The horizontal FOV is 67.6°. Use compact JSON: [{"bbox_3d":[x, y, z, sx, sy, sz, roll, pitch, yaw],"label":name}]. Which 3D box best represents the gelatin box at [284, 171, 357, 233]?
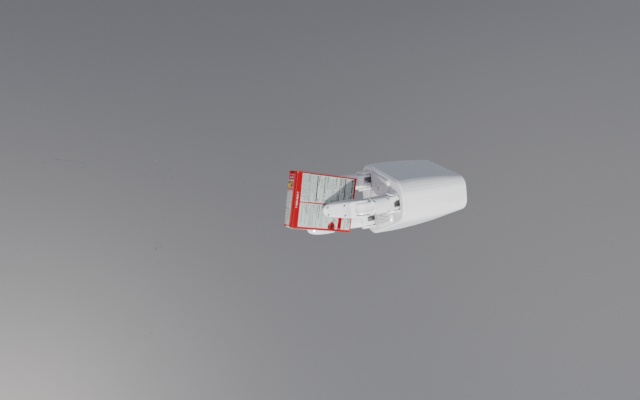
[{"bbox_3d":[0.000,0.002,0.624,0.089,0.073,0.030,6,1,-27],"label":"gelatin box"}]
